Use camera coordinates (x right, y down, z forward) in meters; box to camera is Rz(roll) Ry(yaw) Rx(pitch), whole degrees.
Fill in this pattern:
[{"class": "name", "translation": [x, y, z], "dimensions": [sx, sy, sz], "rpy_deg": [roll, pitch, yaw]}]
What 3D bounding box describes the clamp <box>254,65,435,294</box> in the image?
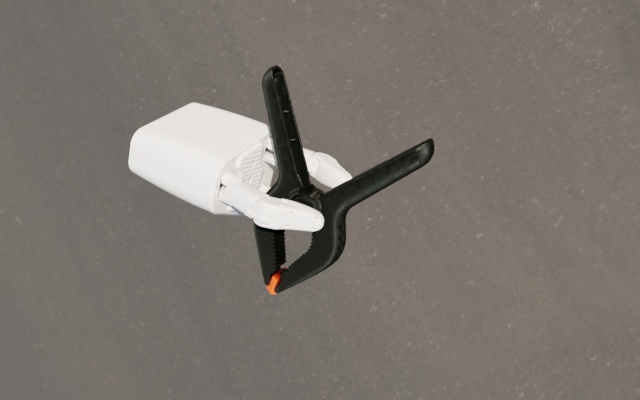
[{"class": "clamp", "translation": [-0.001, 0.002, 0.439], "dimensions": [0.164, 0.210, 0.036], "rpy_deg": [22, 21, 18]}]
